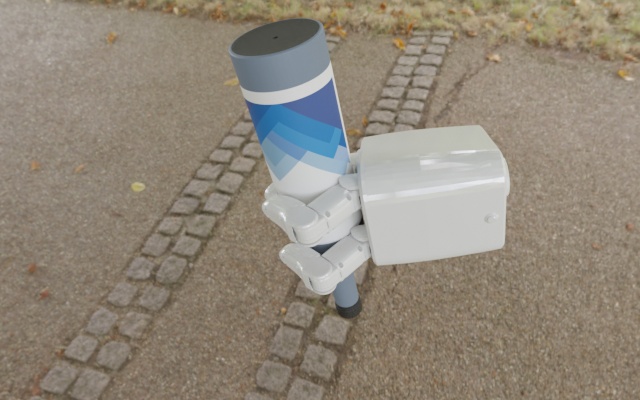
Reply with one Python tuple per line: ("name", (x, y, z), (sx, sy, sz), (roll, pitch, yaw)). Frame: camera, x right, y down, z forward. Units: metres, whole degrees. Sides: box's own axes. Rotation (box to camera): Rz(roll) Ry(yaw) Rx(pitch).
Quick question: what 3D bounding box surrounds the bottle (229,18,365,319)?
("bottle", (0.000, 0.001, 0.413), (0.069, 0.296, 0.069), (-9, 38, 7))
